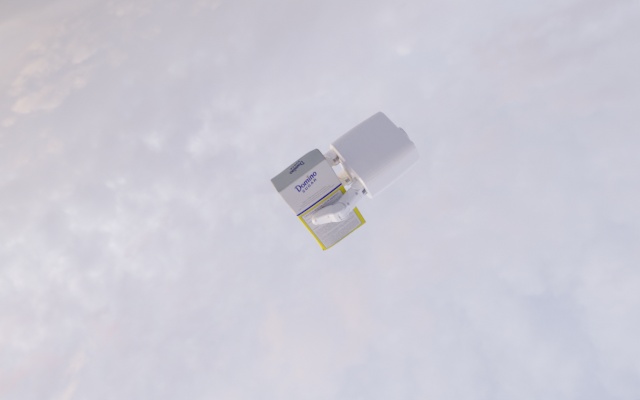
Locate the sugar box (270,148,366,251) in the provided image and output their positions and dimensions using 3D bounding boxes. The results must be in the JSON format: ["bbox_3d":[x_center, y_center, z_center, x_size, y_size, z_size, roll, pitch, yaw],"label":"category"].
[{"bbox_3d":[0.000,0.002,0.797,0.093,0.176,0.048,-35,42,-1],"label":"sugar box"}]
